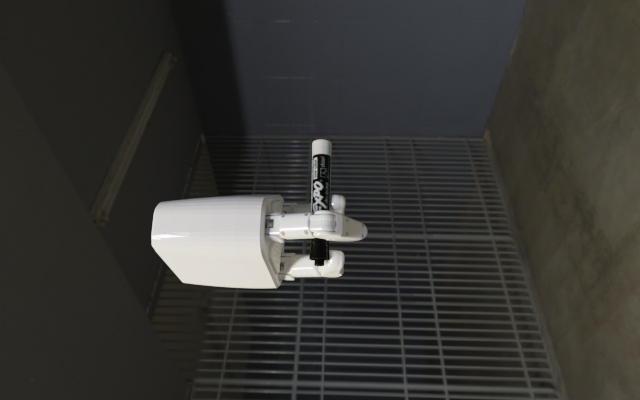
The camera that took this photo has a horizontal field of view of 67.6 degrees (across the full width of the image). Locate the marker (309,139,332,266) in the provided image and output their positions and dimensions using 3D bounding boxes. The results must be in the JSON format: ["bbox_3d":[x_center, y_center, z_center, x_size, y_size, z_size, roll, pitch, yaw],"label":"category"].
[{"bbox_3d":[0.000,0.001,0.450,0.020,0.121,0.020,1,-16,0],"label":"marker"}]
